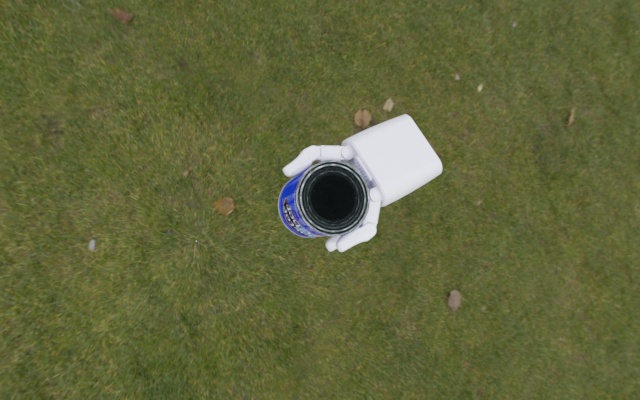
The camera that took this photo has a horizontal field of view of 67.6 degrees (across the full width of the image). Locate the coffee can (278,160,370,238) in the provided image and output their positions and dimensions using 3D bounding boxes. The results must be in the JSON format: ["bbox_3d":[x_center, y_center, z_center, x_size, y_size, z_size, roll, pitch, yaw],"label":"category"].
[{"bbox_3d":[0.000,0.002,0.695,0.103,0.103,0.140,0,-5,-15],"label":"coffee can"}]
